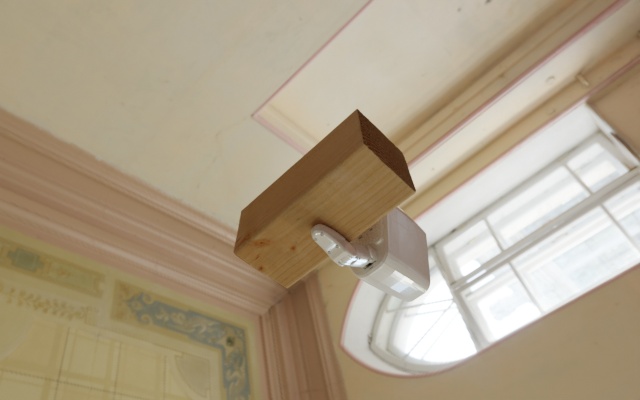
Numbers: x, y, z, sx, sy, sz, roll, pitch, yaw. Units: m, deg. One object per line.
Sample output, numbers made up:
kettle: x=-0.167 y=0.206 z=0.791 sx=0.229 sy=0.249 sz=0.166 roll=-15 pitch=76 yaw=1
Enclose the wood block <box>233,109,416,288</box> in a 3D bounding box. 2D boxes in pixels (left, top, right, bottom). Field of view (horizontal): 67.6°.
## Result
wood block: x=0.000 y=0.002 z=0.575 sx=0.090 sy=0.206 sz=0.090 roll=39 pitch=25 yaw=-25
